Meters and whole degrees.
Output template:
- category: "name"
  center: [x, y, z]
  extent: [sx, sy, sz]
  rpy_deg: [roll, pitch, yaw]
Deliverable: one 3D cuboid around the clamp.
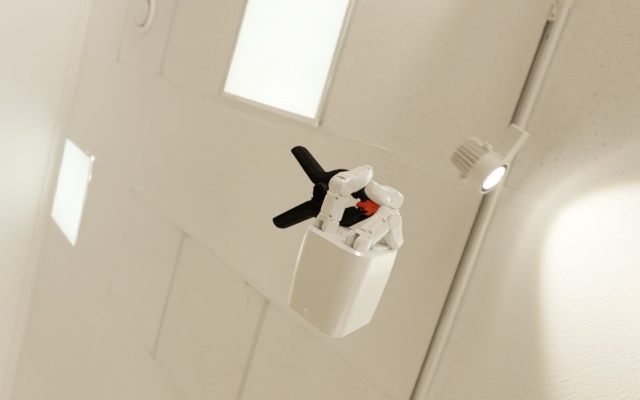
- category: "clamp"
  center: [0.001, 0.002, 0.637]
  extent: [0.039, 0.120, 0.171]
  rpy_deg: [8, 14, -43]
